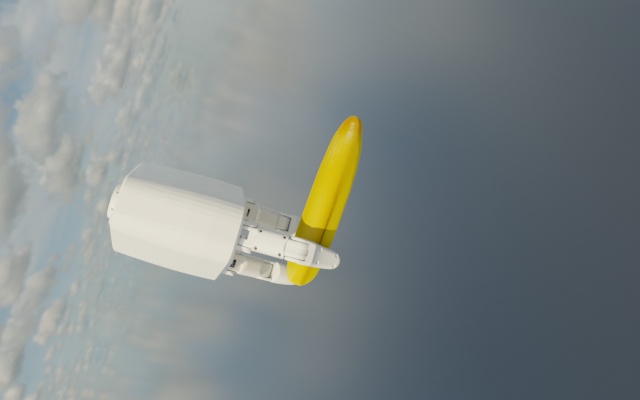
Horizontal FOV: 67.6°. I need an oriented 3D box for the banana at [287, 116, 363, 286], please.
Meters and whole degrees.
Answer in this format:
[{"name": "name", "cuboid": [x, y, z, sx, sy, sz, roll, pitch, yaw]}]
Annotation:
[{"name": "banana", "cuboid": [0.000, 0.011, 0.483, 0.037, 0.198, 0.069, 18, 17, -10]}]
